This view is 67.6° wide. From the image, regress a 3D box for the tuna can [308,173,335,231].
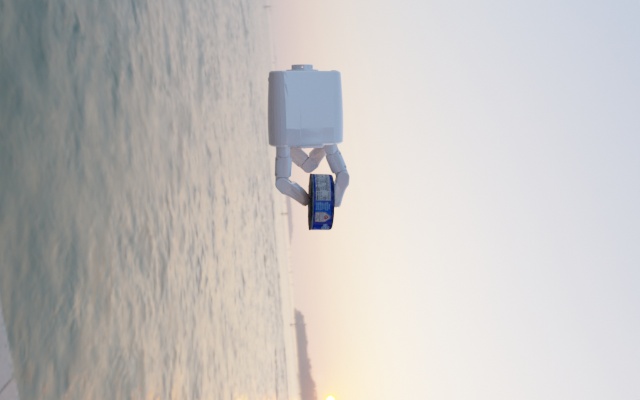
[{"bbox_3d":[0.001,0.002,0.714,0.034,0.086,0.086,1,0,-6],"label":"tuna can"}]
